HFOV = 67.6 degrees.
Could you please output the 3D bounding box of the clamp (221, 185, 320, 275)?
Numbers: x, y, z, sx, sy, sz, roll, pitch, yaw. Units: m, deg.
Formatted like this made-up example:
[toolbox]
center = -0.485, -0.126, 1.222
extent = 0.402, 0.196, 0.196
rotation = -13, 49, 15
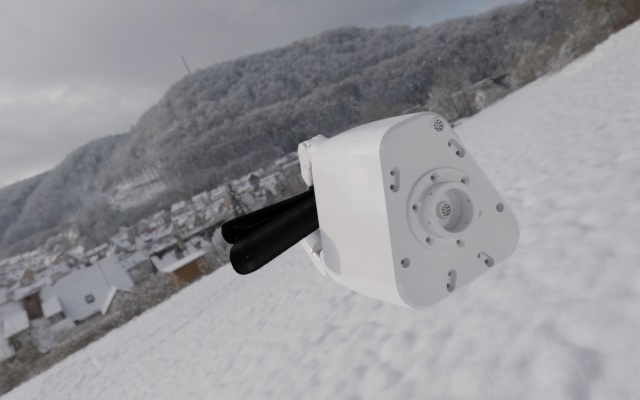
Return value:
[clamp]
center = 0.000, 0.000, 0.445
extent = 0.210, 0.036, 0.164
rotation = -26, 11, -18
